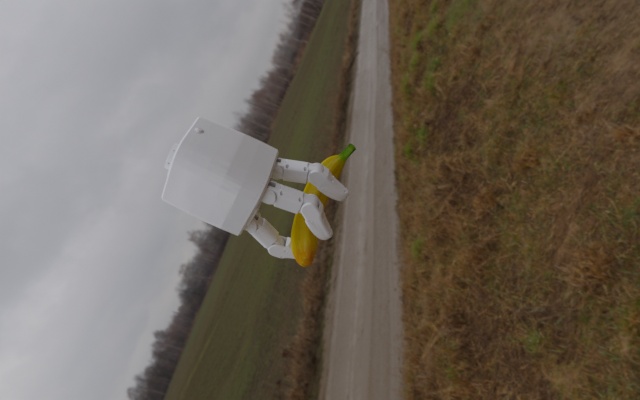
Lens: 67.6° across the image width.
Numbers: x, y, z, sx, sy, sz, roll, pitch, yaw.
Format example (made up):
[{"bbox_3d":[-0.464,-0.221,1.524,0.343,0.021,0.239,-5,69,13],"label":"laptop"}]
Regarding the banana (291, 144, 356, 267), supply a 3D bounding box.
[{"bbox_3d":[-0.007,0.007,0.633,0.037,0.197,0.070,28,-33,-12],"label":"banana"}]
